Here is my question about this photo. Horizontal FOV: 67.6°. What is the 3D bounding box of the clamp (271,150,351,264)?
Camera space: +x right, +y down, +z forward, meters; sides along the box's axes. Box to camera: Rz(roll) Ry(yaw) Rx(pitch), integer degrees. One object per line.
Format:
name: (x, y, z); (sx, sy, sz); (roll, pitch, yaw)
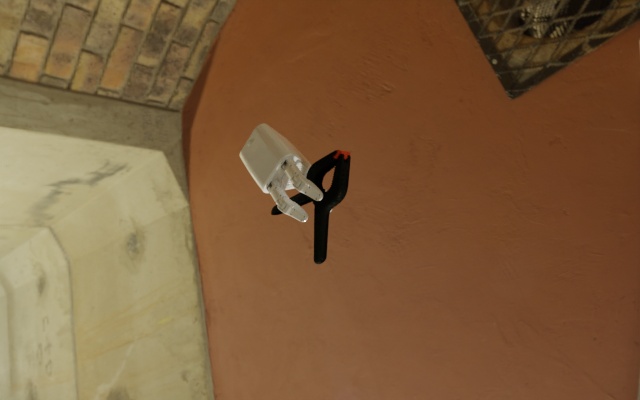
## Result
clamp: (0.001, 0.002, 0.895); (0.036, 0.210, 0.164); (2, 41, -50)
